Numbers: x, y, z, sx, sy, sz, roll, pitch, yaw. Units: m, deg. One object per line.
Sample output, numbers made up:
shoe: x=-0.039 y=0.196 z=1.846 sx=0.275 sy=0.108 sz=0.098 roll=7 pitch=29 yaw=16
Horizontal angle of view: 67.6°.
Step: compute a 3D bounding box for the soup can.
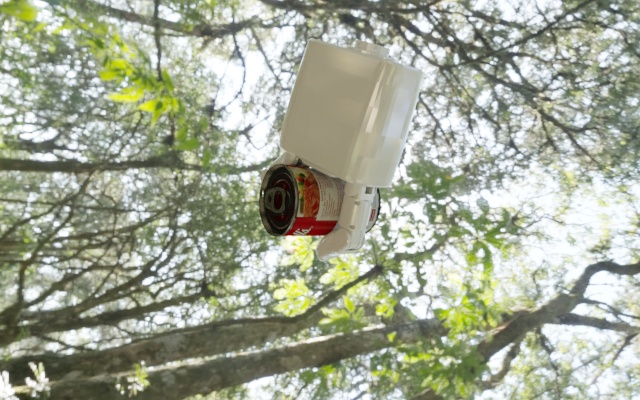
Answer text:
soup can: x=0.000 y=0.002 z=0.470 sx=0.102 sy=0.068 sz=0.068 roll=3 pitch=-2 yaw=-36
